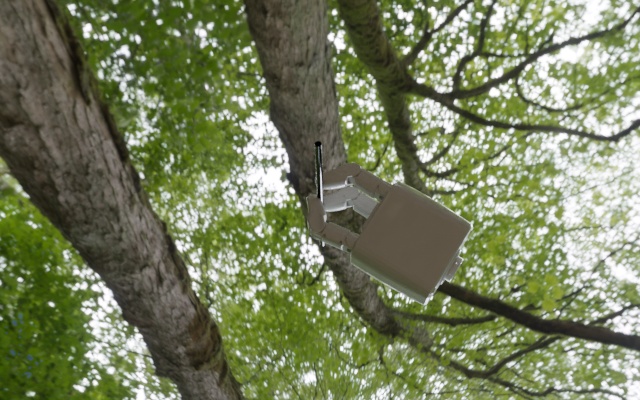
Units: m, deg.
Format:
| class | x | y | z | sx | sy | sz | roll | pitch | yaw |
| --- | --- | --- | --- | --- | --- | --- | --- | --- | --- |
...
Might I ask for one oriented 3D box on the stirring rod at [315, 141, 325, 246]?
| class | x | y | z | sx | sy | sz | roll | pitch | yaw |
| --- | --- | --- | --- | --- | --- | --- | --- | --- | --- |
| stirring rod | 0.000 | 0.002 | 0.630 | 0.011 | 0.011 | 0.240 | 0 | -33 | 1 |
